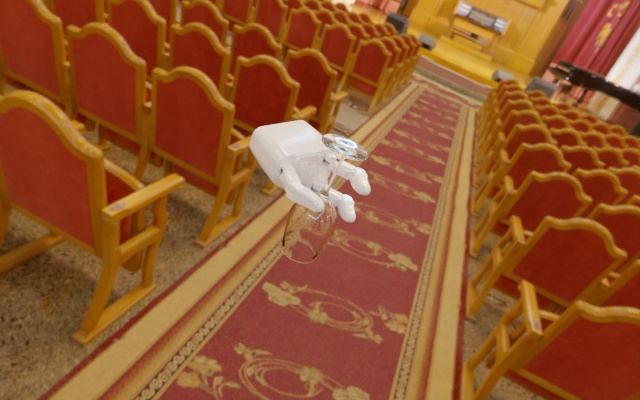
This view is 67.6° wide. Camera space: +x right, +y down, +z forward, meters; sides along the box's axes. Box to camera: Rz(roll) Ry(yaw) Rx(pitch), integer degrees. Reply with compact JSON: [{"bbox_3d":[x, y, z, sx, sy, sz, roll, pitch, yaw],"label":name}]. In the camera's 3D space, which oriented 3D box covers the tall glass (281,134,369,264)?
[{"bbox_3d":[0.000,0.002,0.738,0.079,0.201,0.079,19,27,-10],"label":"tall glass"}]
